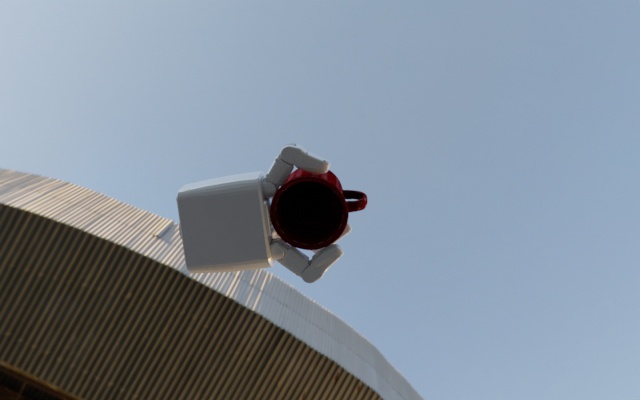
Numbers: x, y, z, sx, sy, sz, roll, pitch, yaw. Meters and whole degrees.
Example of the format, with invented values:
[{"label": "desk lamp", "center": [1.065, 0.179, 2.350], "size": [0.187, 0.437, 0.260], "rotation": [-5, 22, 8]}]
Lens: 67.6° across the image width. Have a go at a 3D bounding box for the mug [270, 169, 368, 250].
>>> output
[{"label": "mug", "center": [0.002, 0.002, 0.598], "size": [0.117, 0.093, 0.081], "rotation": [-7, 18, 5]}]
